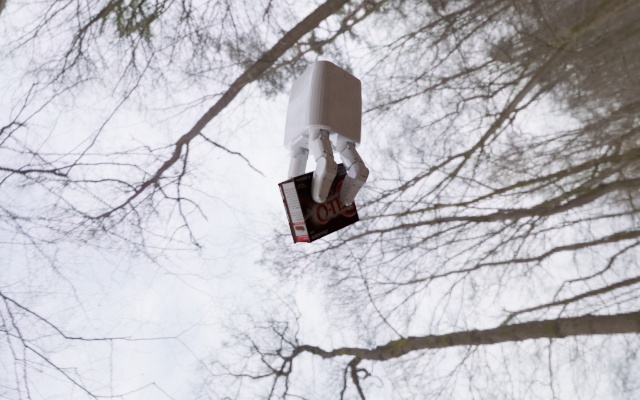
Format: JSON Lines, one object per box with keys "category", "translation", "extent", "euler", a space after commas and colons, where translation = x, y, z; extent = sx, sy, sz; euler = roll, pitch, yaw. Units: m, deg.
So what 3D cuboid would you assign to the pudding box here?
{"category": "pudding box", "translation": [0.000, 0.002, 0.667], "extent": [0.039, 0.090, 0.113], "euler": [-11, 7, 46]}
